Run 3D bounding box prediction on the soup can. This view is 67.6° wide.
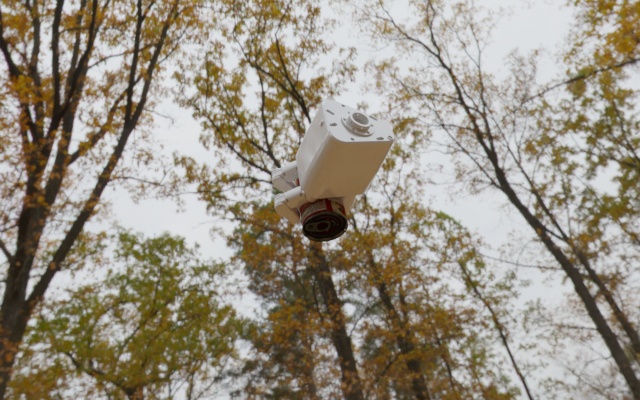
[{"bbox_3d":[0.000,0.003,0.726,0.068,0.102,0.069,-6,-41,-5],"label":"soup can"}]
